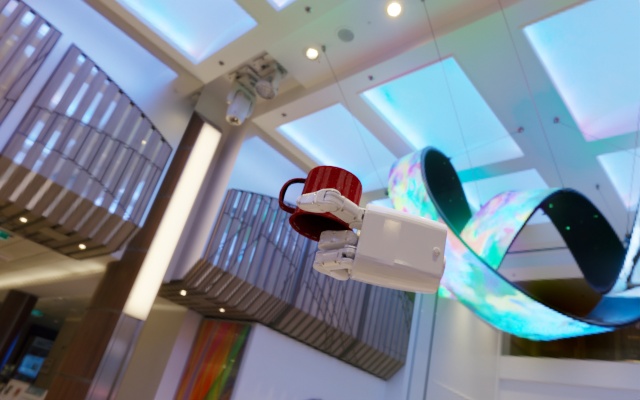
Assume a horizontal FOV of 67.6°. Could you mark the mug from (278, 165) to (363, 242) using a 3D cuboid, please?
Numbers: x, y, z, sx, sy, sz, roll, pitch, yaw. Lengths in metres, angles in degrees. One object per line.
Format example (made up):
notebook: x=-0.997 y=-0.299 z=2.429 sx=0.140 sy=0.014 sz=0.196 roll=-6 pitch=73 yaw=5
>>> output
mug: x=-0.001 y=0.002 z=0.664 sx=0.117 sy=0.081 sz=0.093 roll=14 pitch=-27 yaw=4
